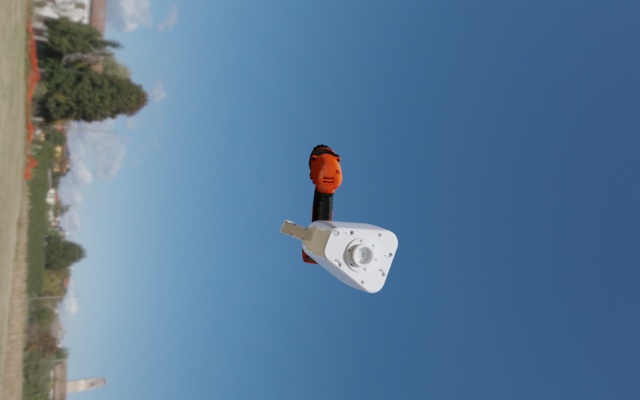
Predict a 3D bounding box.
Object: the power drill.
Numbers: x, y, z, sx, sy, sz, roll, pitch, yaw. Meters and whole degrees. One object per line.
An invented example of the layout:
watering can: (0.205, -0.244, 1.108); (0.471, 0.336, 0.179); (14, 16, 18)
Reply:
power drill: (0.000, 0.003, 0.836); (0.057, 0.188, 0.184); (2, 19, -2)
